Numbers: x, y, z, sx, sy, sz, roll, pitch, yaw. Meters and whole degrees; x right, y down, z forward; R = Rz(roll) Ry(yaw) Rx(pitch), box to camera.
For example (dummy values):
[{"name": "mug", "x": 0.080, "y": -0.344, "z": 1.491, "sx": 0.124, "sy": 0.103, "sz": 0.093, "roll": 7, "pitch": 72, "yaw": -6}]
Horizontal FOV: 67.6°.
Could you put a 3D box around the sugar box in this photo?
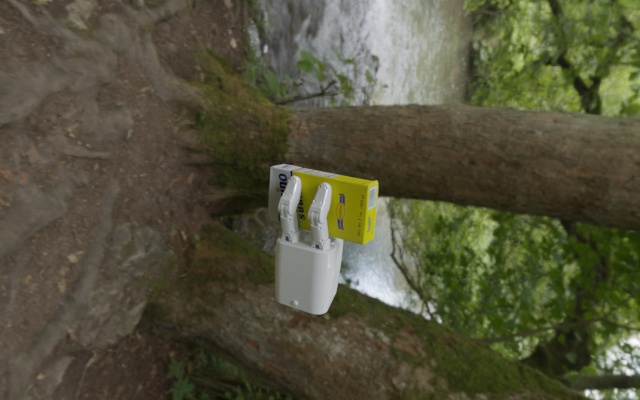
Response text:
[{"name": "sugar box", "x": 0.000, "y": 0.003, "z": 0.743, "sx": 0.176, "sy": 0.093, "sz": 0.048, "roll": 11, "pitch": 16, "yaw": 27}]
